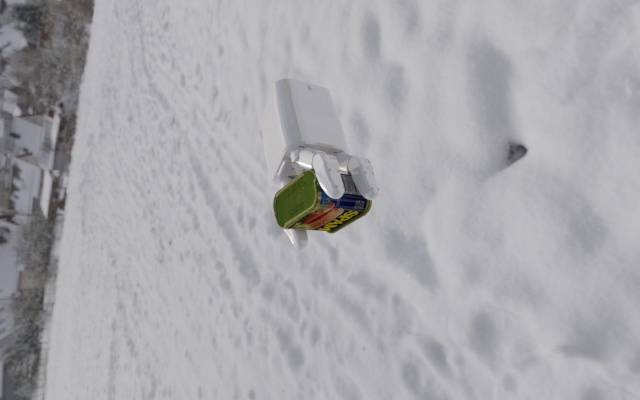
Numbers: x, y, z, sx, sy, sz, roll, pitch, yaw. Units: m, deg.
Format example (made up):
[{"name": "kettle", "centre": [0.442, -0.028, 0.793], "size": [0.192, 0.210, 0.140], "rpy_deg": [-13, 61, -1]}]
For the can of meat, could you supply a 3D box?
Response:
[{"name": "can of meat", "centre": [0.000, 0.002, 0.608], "size": [0.084, 0.057, 0.102], "rpy_deg": [6, -26, -37]}]
